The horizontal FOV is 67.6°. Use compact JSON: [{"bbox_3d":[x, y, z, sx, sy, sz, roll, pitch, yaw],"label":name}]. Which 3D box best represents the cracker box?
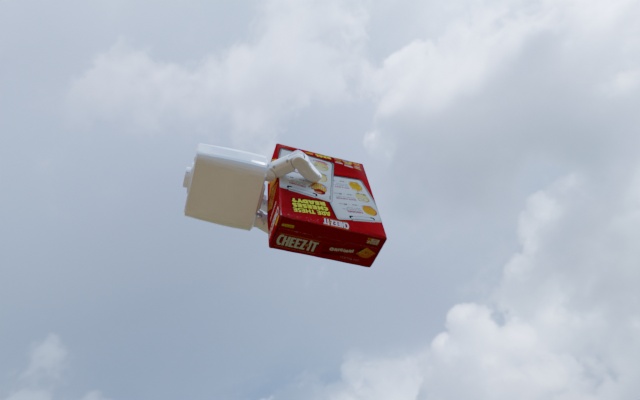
[{"bbox_3d":[0.000,0.002,0.769,0.164,0.072,0.213,13,33,-15],"label":"cracker box"}]
